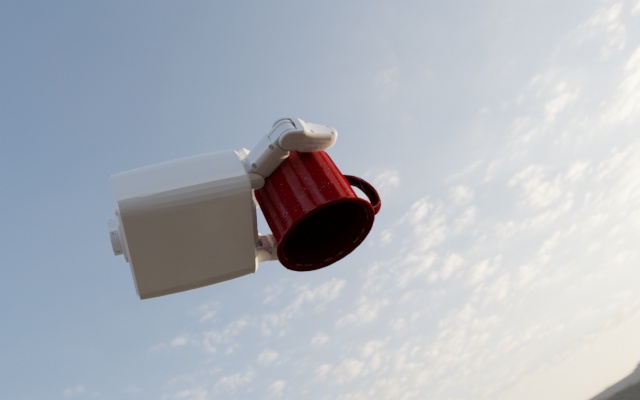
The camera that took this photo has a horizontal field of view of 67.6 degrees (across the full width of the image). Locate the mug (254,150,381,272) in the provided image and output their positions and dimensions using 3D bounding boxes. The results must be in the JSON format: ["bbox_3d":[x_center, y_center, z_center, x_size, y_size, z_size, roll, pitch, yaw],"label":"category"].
[{"bbox_3d":[0.001,0.001,0.438,0.117,0.093,0.081,-13,50,-23],"label":"mug"}]
